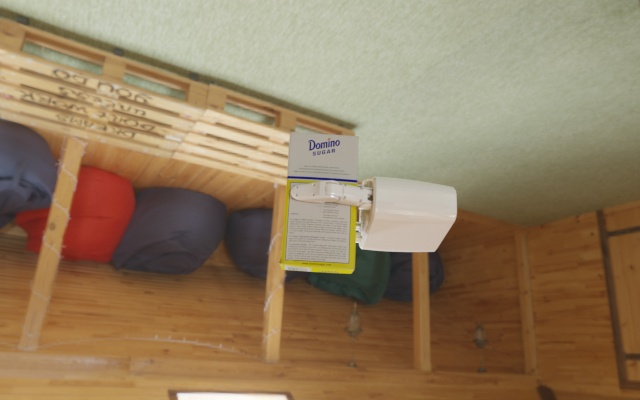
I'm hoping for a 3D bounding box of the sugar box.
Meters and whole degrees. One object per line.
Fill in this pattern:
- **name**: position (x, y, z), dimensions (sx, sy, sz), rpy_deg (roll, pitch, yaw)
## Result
- **sugar box**: position (0.000, 0.002, 0.617), dimensions (0.093, 0.176, 0.048), rpy_deg (4, -18, -1)
